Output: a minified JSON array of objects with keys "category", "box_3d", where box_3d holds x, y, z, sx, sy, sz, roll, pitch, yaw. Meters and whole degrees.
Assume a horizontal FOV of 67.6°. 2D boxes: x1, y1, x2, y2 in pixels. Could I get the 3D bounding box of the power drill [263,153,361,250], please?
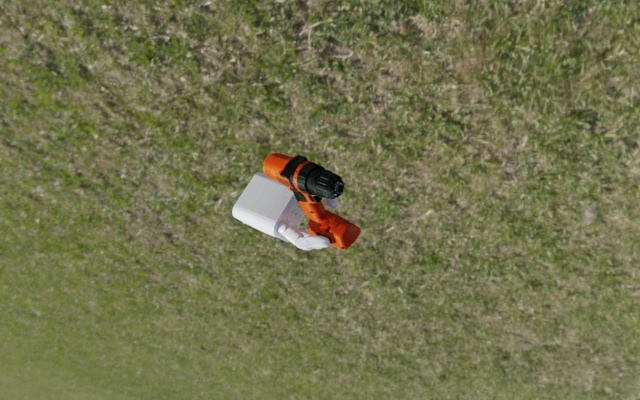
[{"category":"power drill","box_3d":[0.000,0.003,0.822,0.184,0.057,0.188,25,-26,47]}]
